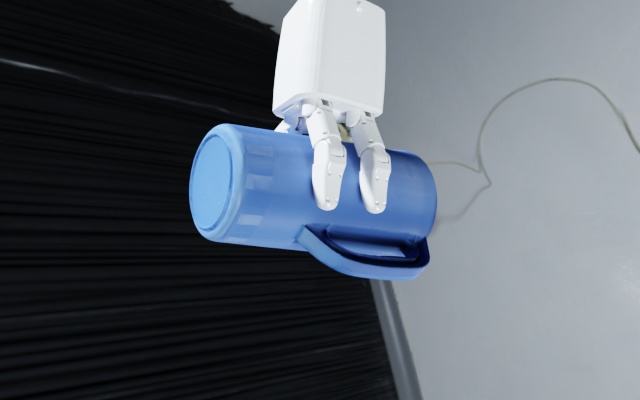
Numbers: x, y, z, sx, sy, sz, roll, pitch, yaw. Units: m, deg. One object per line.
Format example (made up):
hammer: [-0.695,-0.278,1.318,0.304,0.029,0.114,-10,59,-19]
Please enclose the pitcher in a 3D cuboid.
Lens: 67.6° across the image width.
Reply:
pitcher: [0.000,0.001,0.494,0.243,0.145,0.149,7,-3,-37]
